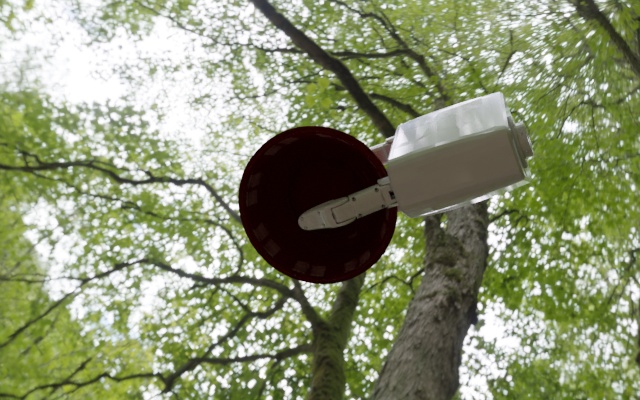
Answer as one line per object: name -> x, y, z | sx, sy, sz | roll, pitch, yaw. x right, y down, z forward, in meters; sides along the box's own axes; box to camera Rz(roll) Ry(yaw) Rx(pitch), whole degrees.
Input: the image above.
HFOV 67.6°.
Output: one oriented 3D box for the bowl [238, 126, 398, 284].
bowl -> -0.001, 0.002, 0.494 | 0.162, 0.162, 0.055 | 0, 14, 13
